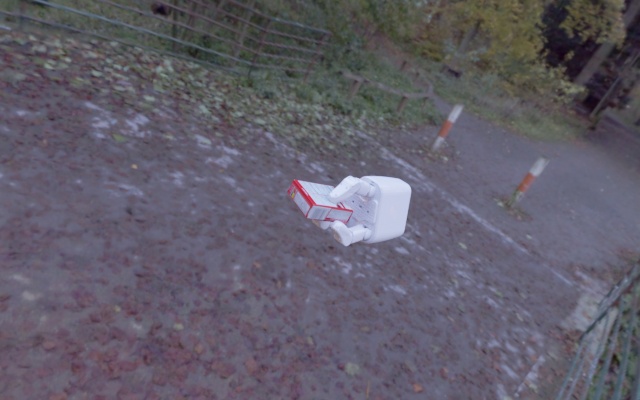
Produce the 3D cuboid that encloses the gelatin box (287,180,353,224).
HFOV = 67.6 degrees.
[{"bbox_3d":[0.000,0.002,0.782,0.089,0.030,0.073,9,30,-39],"label":"gelatin box"}]
